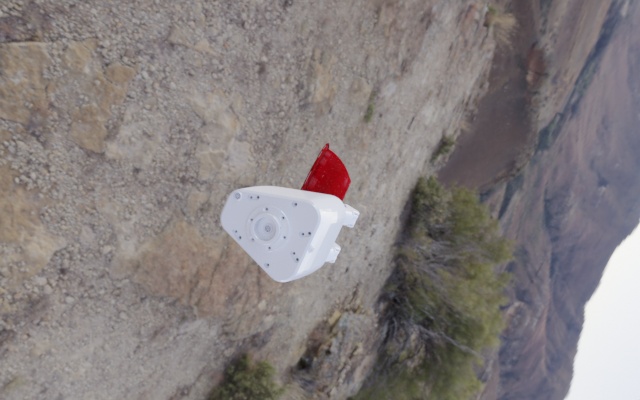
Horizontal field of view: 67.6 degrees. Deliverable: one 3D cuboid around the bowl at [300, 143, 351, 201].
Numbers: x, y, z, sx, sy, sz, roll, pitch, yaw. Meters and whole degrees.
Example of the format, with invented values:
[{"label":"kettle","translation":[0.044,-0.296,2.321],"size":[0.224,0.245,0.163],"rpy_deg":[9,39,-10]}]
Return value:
[{"label":"bowl","translation":[0.001,0.002,0.683],"size":[0.055,0.162,0.162],"rpy_deg":[25,1,2]}]
